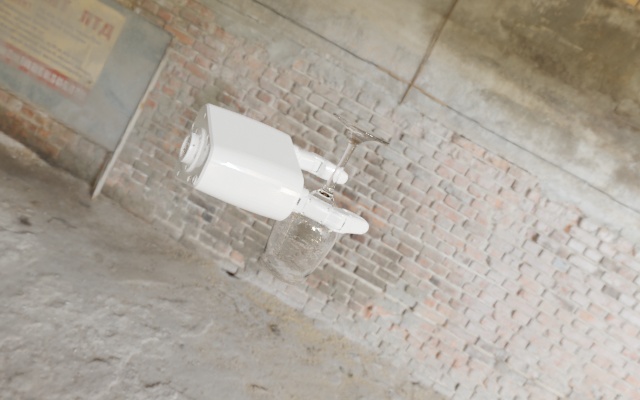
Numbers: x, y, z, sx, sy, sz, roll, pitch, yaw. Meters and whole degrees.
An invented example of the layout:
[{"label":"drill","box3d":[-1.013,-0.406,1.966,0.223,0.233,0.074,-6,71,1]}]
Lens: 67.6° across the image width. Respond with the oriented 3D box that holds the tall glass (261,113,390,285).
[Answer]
[{"label":"tall glass","box3d":[0.001,0.001,0.568,0.079,0.201,0.079,27,13,-7]}]
